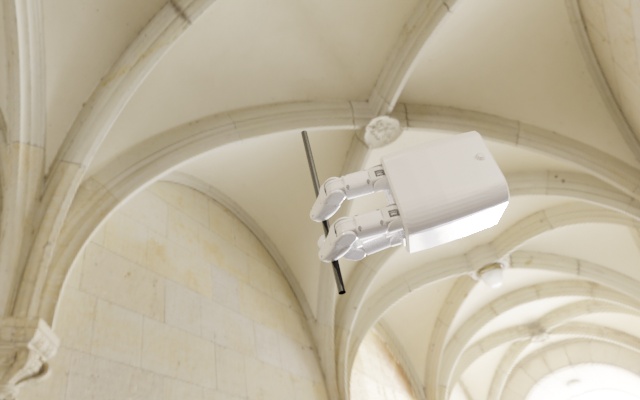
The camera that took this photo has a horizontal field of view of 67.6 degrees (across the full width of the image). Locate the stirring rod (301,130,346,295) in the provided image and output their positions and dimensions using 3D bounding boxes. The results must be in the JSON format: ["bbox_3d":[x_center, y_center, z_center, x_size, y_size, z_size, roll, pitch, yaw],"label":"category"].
[{"bbox_3d":[0.000,0.002,0.558,0.011,0.239,0.011,-8,-39,-7],"label":"stirring rod"}]
